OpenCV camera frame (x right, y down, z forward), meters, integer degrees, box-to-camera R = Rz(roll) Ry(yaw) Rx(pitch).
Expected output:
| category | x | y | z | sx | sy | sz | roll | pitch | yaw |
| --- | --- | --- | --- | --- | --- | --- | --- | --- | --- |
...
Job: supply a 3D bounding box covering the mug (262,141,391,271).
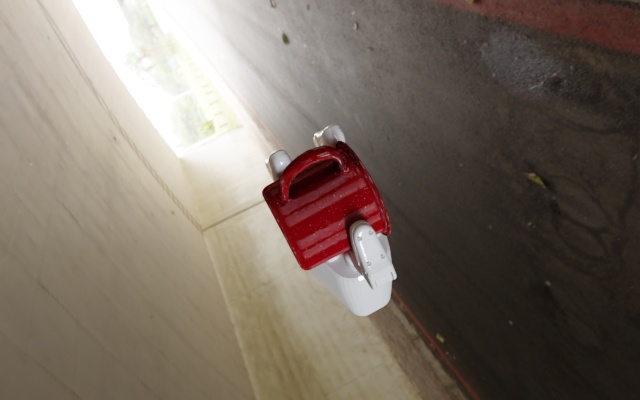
| category | x | y | z | sx | sy | sz | roll | pitch | yaw |
| --- | --- | --- | --- | --- | --- | --- | --- | --- | --- |
| mug | 0.000 | 0.001 | 0.402 | 0.081 | 0.093 | 0.117 | -28 | -34 | -6 |
